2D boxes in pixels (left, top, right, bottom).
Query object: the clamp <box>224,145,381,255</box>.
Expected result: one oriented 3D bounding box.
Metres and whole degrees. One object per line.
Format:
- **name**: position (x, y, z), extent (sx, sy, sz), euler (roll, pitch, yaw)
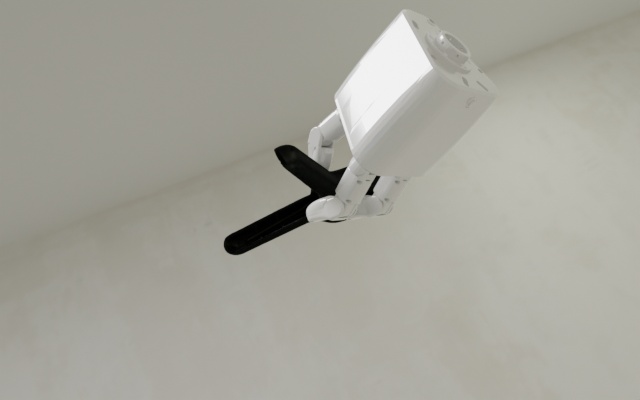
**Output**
- **clamp**: position (0.000, 0.001, 0.530), extent (0.210, 0.036, 0.165), euler (-3, -34, -43)
